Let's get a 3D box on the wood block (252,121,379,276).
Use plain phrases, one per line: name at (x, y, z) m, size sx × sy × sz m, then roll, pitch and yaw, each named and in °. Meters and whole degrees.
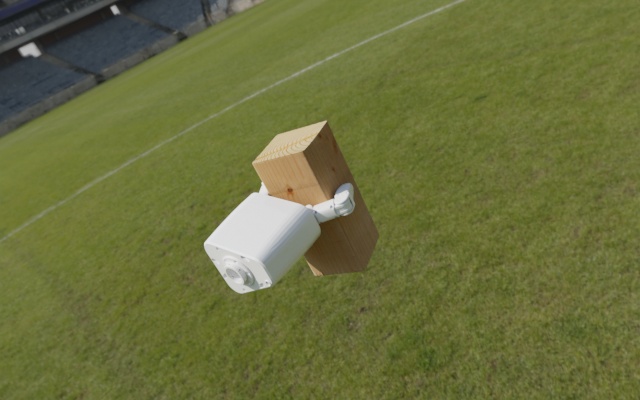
wood block at (0.000, 0.002, 0.702) m, size 0.091 × 0.206 × 0.090 m, roll -10°, pitch 30°, yaw 31°
